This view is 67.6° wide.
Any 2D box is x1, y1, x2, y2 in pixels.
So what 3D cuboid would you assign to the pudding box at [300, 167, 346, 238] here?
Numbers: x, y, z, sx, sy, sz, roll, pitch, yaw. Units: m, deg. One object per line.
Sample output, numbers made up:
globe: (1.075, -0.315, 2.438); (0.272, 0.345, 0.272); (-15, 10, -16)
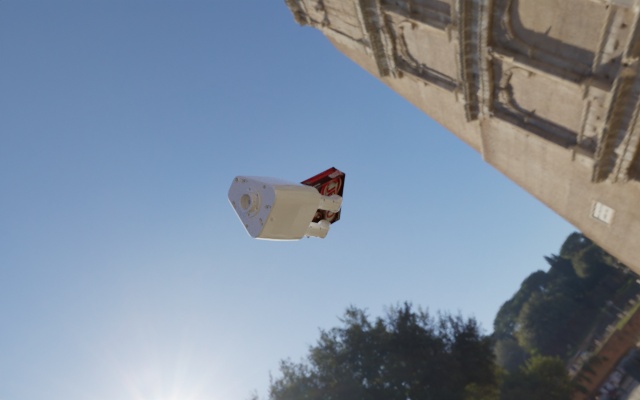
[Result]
pudding box: (0.000, 0.003, 0.895); (0.090, 0.114, 0.039); (-27, 49, -36)
